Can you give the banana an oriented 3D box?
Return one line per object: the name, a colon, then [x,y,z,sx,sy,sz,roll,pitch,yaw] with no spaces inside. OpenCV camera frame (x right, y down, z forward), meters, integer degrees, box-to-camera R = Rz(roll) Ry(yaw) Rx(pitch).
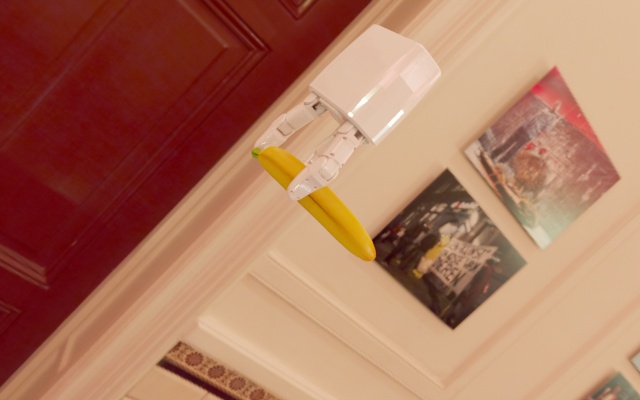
banana: [-0.002,0.000,0.551,0.198,0.037,0.069,44,0,-2]
